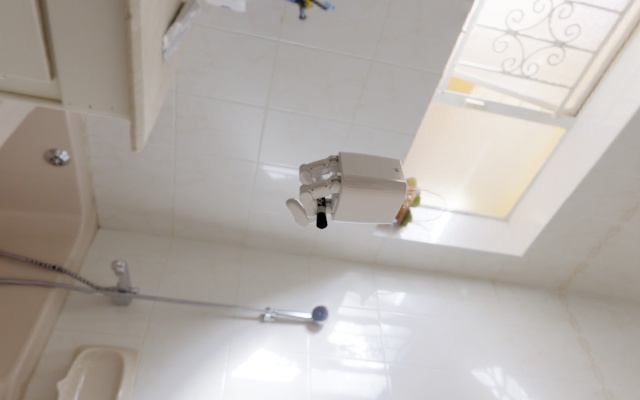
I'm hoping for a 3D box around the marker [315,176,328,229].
[{"bbox_3d":[0.000,0.003,0.799,0.020,0.020,0.121,0,41,-3],"label":"marker"}]
